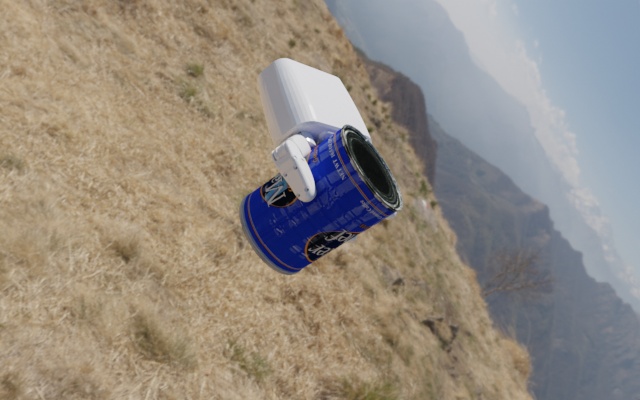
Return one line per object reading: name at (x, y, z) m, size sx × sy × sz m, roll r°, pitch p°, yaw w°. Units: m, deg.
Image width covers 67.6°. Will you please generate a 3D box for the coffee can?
coffee can at (0.000, 0.002, 0.503) m, size 0.140 × 0.102 × 0.103 m, roll -33°, pitch -14°, yaw 22°
